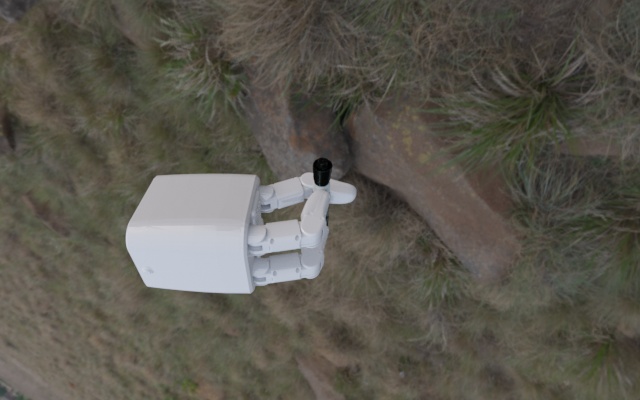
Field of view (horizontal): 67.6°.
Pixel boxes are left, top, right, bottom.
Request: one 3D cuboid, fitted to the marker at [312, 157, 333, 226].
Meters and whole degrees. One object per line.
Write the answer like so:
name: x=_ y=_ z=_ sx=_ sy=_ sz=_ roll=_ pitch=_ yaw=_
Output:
marker: x=0.000 y=0.002 z=0.489 sx=0.020 sy=0.020 sz=0.121 roll=0 pitch=-40 yaw=-2
